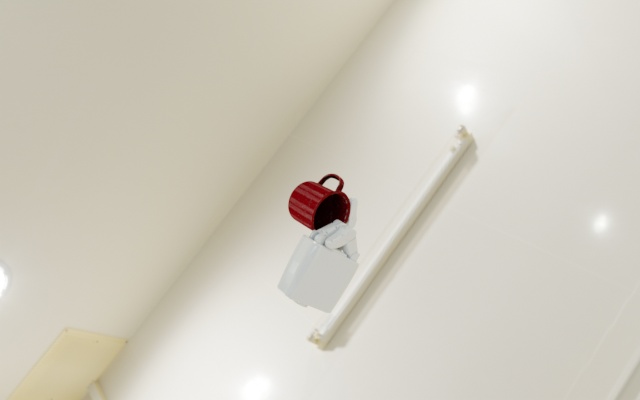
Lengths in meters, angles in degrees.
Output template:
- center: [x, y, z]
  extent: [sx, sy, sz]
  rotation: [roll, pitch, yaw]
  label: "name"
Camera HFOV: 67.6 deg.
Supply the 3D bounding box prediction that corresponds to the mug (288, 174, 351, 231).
- center: [0.001, 0.001, 0.876]
  extent: [0.081, 0.117, 0.093]
  rotation: [28, 0, 44]
  label: "mug"
